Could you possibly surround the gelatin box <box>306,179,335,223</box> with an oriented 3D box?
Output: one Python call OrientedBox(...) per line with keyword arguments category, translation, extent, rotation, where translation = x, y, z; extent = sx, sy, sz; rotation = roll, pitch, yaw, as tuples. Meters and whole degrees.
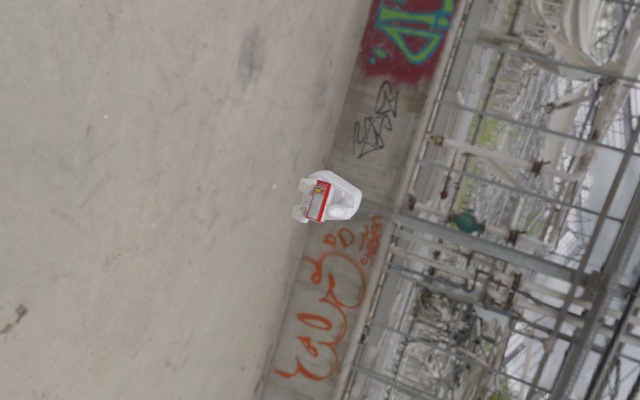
OrientedBox(category="gelatin box", translation=(0.001, 0.003, 0.887), extent=(0.030, 0.073, 0.089), rotation=(17, -1, 6))
